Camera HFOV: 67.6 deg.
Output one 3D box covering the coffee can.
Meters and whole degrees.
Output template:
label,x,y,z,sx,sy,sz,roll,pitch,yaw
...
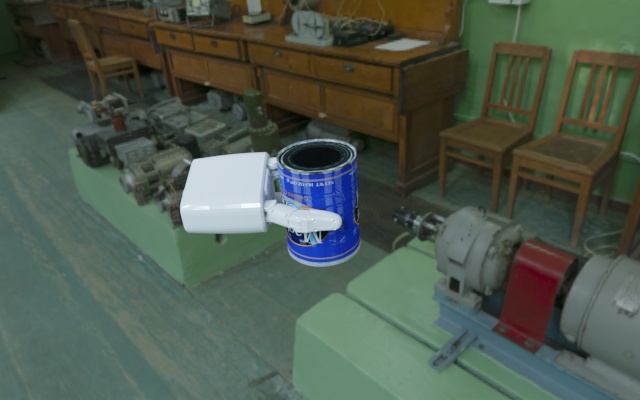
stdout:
label,x,y,z,sx,sy,sz,roll,pitch,yaw
coffee can,0.000,0.002,0.637,0.103,0.140,0.102,-4,30,2
